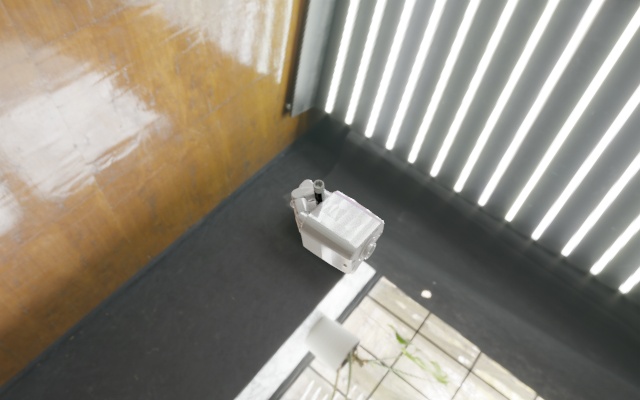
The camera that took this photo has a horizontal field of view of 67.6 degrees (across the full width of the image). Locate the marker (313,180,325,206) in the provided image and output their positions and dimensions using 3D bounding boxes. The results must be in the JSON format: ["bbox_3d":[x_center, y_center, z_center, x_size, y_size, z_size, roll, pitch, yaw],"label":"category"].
[{"bbox_3d":[0.000,0.003,0.857,0.020,0.020,0.121,0,-30,4],"label":"marker"}]
